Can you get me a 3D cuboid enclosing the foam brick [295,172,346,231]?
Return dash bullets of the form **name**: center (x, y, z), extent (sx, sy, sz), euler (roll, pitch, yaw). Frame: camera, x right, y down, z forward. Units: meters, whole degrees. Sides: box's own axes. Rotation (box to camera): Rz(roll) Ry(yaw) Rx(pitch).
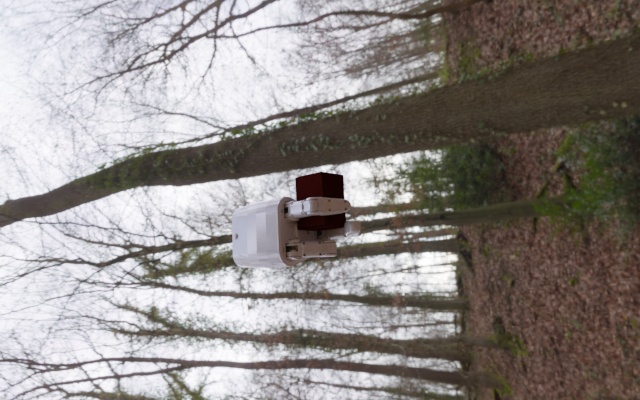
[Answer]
- **foam brick**: center (0.000, 0.002, 0.684), extent (0.051, 0.078, 0.053), euler (-10, -11, 39)
